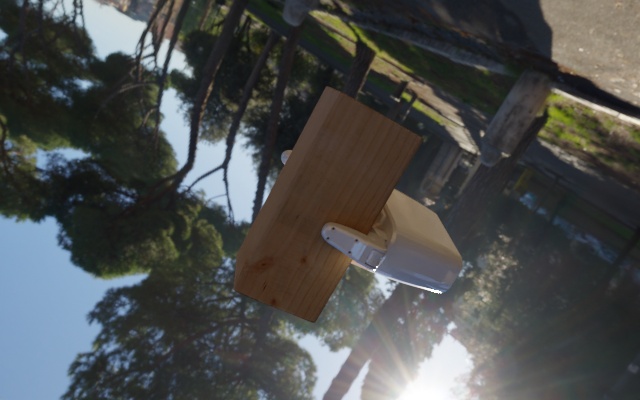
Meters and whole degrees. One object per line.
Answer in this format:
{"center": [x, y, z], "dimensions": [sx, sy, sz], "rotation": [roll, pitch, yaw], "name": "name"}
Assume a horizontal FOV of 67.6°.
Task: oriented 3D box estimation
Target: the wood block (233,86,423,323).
{"center": [0.000, 0.002, 0.475], "dimensions": [0.090, 0.206, 0.090], "rotation": [26, 11, -15], "name": "wood block"}
